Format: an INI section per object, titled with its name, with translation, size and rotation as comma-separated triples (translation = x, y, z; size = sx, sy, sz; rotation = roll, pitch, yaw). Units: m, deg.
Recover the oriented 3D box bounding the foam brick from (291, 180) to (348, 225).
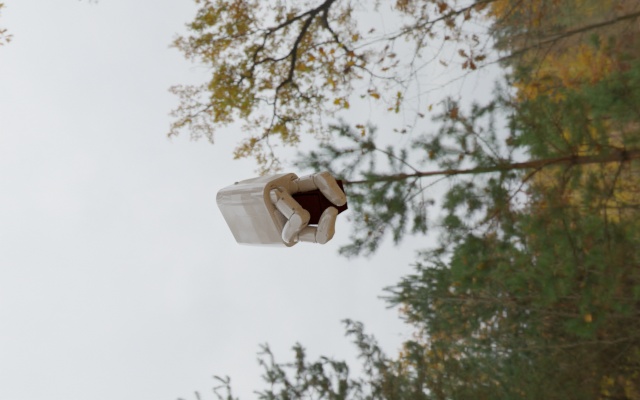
[foam brick]
translation = 0.000, 0.002, 0.760
size = 0.051, 0.053, 0.078
rotation = -4, 14, 33
